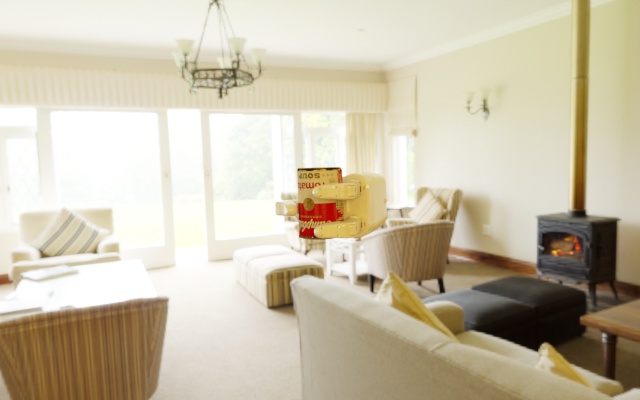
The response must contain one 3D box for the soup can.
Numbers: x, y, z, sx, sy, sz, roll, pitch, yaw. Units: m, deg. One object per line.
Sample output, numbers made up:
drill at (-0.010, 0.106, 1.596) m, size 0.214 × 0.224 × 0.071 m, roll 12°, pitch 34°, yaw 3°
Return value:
soup can at (0.000, 0.002, 0.701) m, size 0.068 × 0.102 × 0.068 m, roll -2°, pitch 5°, yaw 0°
